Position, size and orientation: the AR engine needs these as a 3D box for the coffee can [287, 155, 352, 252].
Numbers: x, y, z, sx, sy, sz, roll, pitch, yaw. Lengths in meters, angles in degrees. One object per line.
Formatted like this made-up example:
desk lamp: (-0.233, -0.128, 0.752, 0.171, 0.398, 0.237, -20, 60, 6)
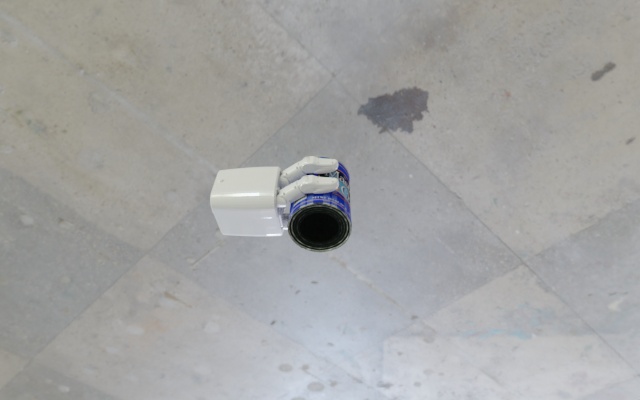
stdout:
coffee can: (0.000, 0.003, 0.810, 0.103, 0.103, 0.140, 0, 37, 2)
